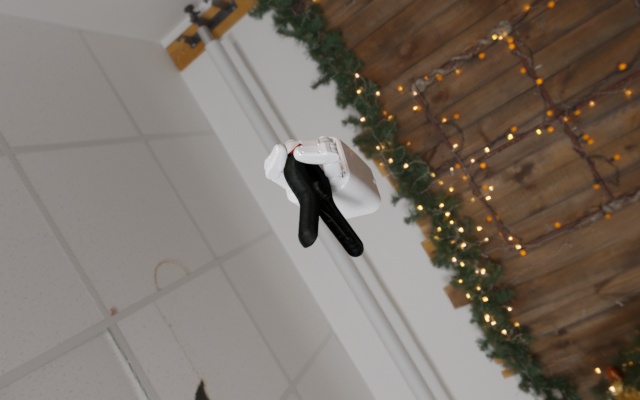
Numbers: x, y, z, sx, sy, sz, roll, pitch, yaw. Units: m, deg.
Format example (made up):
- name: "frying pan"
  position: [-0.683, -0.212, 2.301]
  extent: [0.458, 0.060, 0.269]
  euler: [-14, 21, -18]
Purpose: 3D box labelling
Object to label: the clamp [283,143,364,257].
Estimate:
- name: "clamp"
  position: [0.000, 0.002, 0.635]
  extent: [0.039, 0.171, 0.120]
  euler: [-31, -37, 22]
